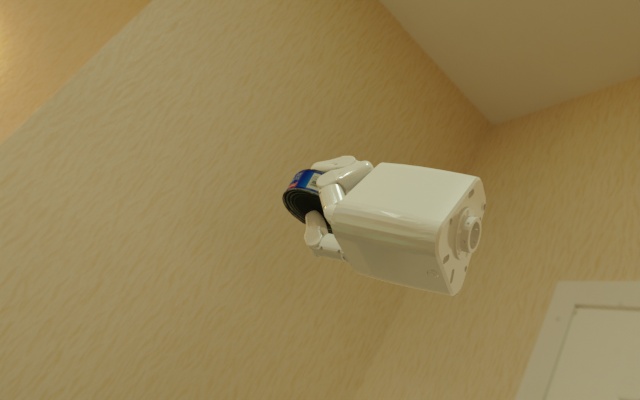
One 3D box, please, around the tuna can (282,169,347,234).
[{"bbox_3d":[0.000,0.001,0.567,0.086,0.033,0.086,22,-28,12],"label":"tuna can"}]
